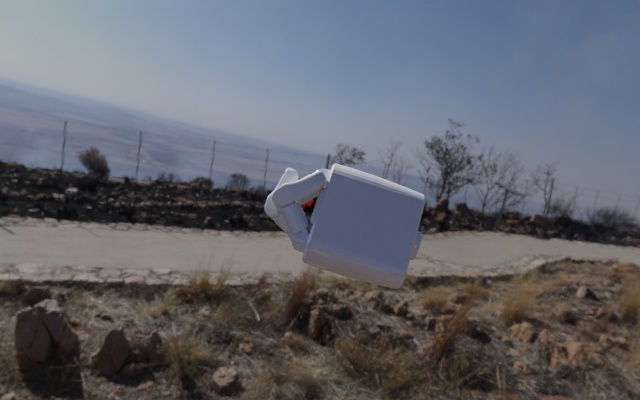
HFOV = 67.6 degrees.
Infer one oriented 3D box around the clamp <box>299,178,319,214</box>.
[{"bbox_3d":[0.000,0.001,0.628,0.120,0.039,0.171,21,7,-2],"label":"clamp"}]
